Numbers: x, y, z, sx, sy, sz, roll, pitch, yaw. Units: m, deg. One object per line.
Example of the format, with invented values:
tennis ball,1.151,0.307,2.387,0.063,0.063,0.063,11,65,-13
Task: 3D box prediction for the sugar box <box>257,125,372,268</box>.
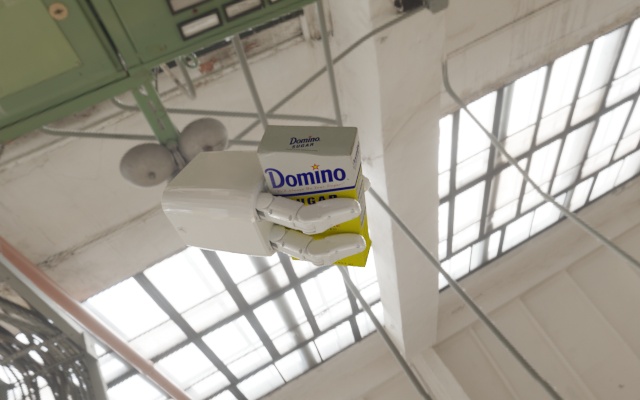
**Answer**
sugar box,0.000,0.002,0.504,0.093,0.048,0.176,3,-39,15
